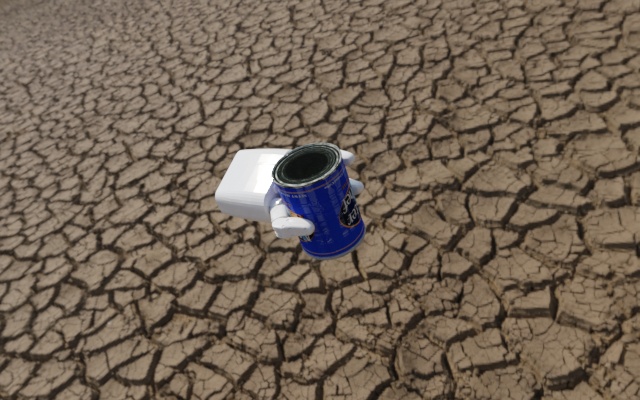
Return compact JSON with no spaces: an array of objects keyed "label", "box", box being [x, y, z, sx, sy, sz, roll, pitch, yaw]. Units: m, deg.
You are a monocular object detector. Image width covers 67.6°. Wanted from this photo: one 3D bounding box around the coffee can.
[{"label":"coffee can","box":[0.000,0.002,0.694,0.103,0.140,0.102,-13,36,10]}]
